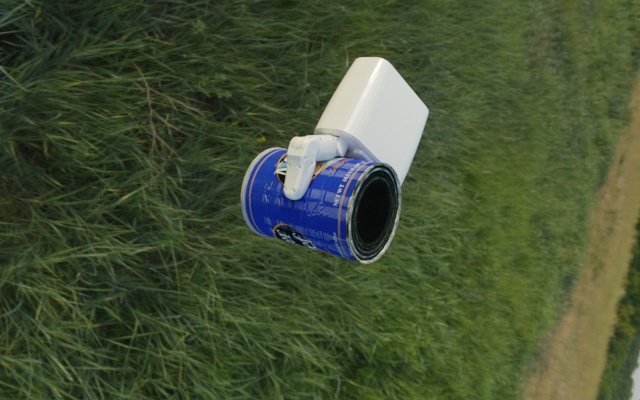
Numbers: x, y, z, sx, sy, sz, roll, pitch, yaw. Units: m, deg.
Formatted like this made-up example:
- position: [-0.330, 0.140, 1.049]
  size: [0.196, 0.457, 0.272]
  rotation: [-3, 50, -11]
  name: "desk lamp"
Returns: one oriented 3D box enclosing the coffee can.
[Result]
- position: [0.000, 0.002, 0.511]
  size: [0.140, 0.103, 0.103]
  rotation: [12, 7, 35]
  name: "coffee can"
